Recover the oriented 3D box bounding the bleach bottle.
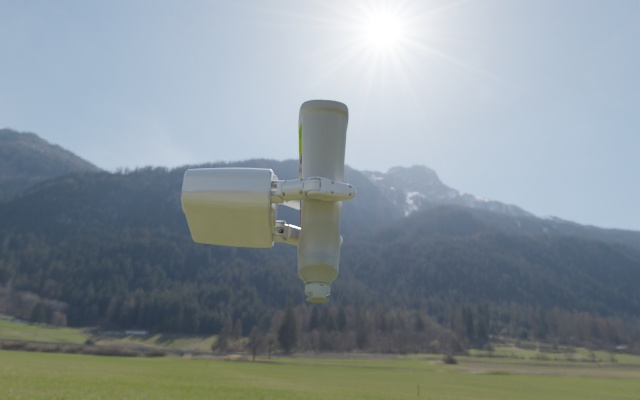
[{"bbox_3d":[0.000,0.002,0.618,0.068,0.250,0.103,3,-22,-2],"label":"bleach bottle"}]
